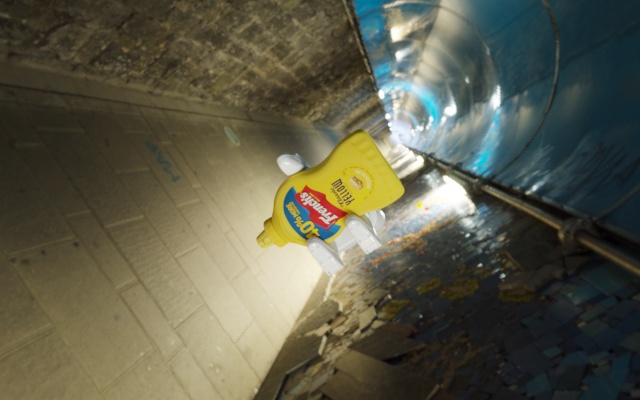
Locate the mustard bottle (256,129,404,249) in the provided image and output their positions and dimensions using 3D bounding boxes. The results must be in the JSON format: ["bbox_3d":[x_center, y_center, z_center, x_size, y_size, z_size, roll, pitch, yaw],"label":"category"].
[{"bbox_3d":[0.000,0.002,0.595,0.191,0.096,0.058,-34,13,12],"label":"mustard bottle"}]
